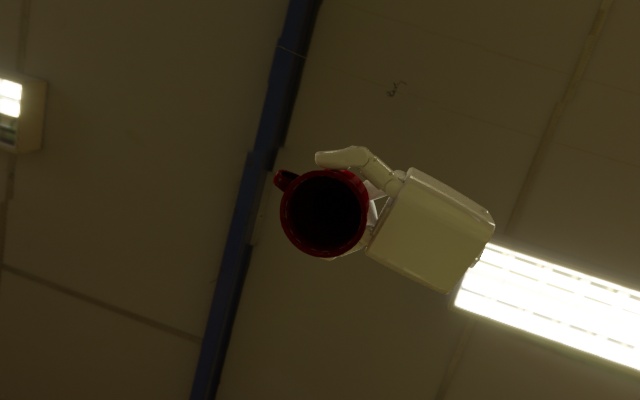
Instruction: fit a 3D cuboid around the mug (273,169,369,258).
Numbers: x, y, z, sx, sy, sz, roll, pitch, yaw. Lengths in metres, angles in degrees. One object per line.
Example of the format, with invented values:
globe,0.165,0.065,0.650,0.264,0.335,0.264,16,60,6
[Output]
mug,-0.001,0.001,0.532,0.117,0.093,0.081,30,15,5
